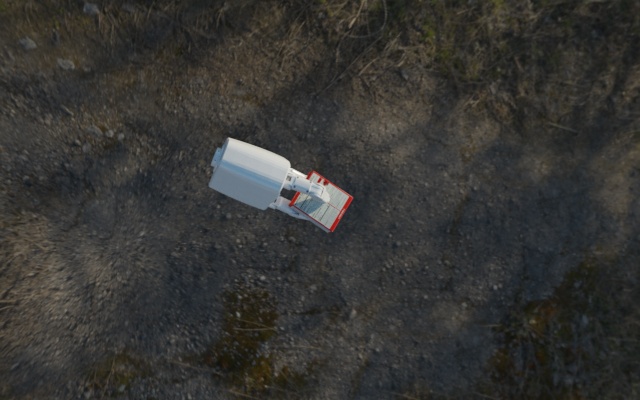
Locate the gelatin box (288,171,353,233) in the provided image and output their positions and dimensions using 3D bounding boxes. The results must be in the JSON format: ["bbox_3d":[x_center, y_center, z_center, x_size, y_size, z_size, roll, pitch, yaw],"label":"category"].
[{"bbox_3d":[0.001,0.003,0.833,0.089,0.073,0.030,34,-15,-8],"label":"gelatin box"}]
